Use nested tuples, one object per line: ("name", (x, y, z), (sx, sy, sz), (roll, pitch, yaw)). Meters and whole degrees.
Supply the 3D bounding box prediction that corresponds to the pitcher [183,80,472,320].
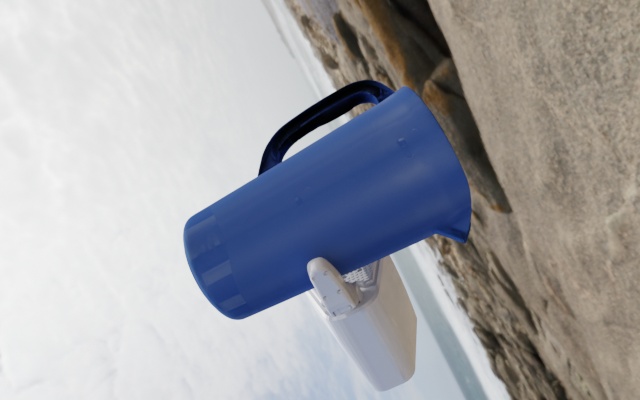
("pitcher", (0.000, 0.002, 0.442), (0.243, 0.145, 0.149), (-27, 21, 5))
